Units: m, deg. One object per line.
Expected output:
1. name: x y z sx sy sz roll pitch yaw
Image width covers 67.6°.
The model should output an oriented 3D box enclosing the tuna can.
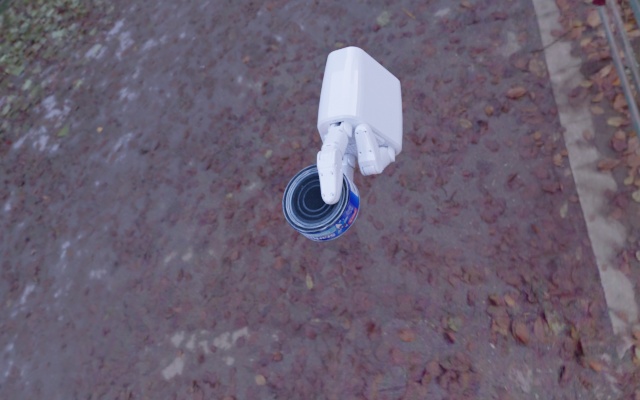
1. tuna can: 0.000 0.002 0.549 0.086 0.086 0.034 0 -20 27
